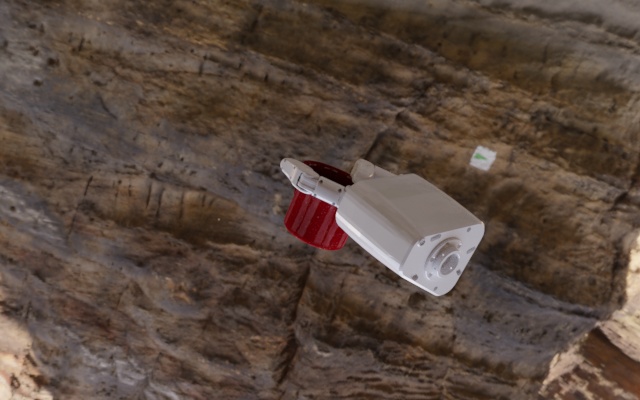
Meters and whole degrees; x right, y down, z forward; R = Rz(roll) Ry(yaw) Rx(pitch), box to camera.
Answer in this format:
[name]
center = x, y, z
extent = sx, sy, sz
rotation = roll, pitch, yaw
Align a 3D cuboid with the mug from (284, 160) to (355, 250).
[mug]
center = -0.001, 0.001, 0.591
extent = 0.093, 0.081, 0.117
rotation = 11, 20, -40
